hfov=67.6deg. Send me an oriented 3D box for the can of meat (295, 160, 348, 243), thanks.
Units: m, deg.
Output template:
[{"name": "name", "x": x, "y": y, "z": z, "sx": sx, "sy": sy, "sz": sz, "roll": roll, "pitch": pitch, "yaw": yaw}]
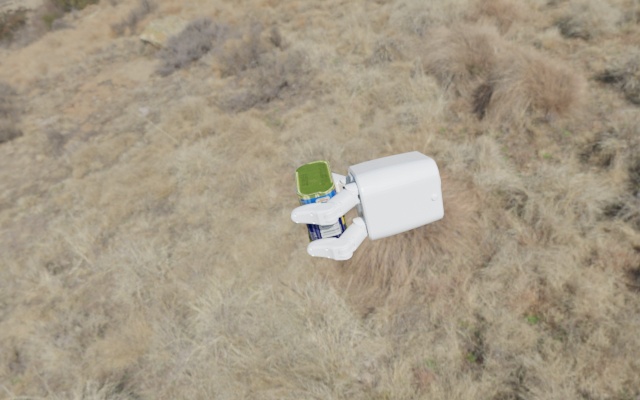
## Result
[{"name": "can of meat", "x": 0.000, "y": 0.002, "z": 0.666, "sx": 0.057, "sy": 0.084, "sz": 0.102, "roll": -14, "pitch": 30, "yaw": 1}]
